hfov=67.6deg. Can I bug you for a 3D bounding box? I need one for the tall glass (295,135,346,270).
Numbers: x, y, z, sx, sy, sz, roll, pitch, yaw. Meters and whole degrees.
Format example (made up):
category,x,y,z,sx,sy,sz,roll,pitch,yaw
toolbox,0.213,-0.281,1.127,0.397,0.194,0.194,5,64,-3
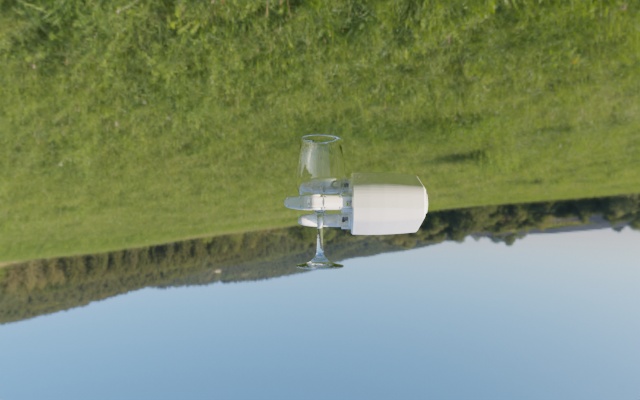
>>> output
category,x,y,z,sx,sy,sz,roll,pitch,yaw
tall glass,0.000,0.003,0.738,0.079,0.201,0.079,0,-1,0
